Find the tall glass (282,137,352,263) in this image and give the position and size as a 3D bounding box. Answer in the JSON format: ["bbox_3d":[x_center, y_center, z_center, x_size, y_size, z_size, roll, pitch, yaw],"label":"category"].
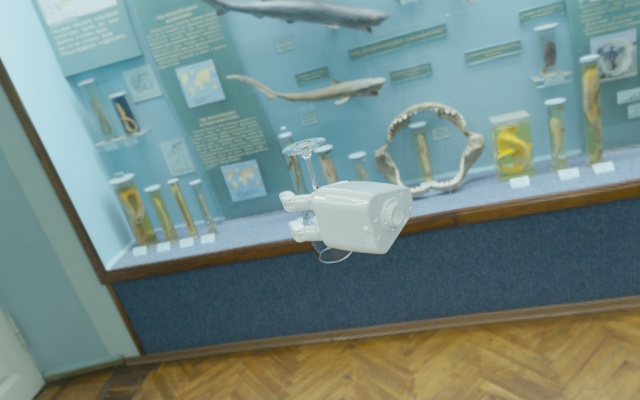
[{"bbox_3d":[0.000,0.002,0.791,0.079,0.201,0.079,-14,21,5],"label":"tall glass"}]
